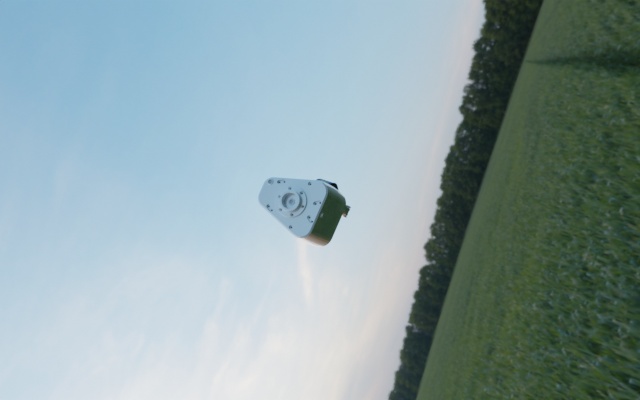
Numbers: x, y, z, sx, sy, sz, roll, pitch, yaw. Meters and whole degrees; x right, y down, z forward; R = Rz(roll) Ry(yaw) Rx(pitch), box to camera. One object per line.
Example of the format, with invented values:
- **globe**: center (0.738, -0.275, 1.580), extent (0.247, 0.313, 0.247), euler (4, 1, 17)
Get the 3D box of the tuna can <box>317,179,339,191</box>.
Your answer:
- **tuna can**: center (0.000, 0.003, 0.899), extent (0.033, 0.086, 0.086), euler (19, 7, 22)
